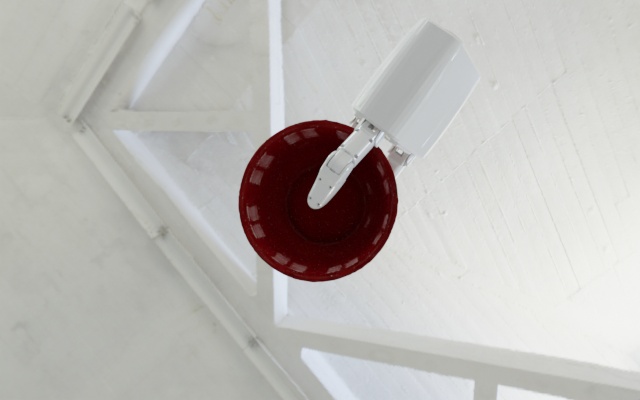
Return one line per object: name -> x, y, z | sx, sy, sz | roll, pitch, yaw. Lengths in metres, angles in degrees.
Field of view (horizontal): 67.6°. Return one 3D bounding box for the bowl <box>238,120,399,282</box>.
bowl -> -0.001, 0.002, 0.497 | 0.162, 0.162, 0.055 | 0, -5, 11
